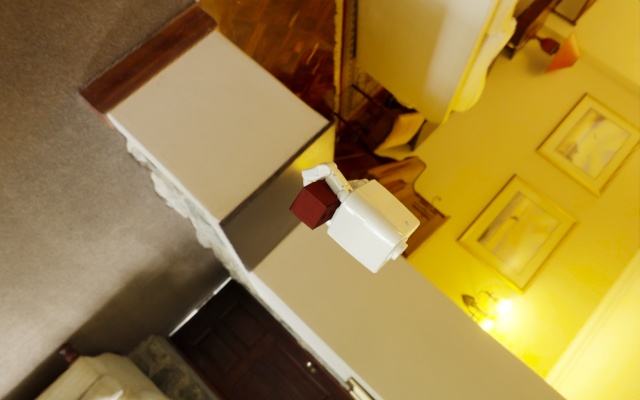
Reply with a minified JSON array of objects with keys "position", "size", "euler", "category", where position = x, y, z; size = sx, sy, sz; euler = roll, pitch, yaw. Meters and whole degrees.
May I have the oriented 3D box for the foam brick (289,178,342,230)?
[{"position":[0.000,0.003,0.761],"size":[0.051,0.053,0.078],"euler":[43,34,14],"category":"foam brick"}]
